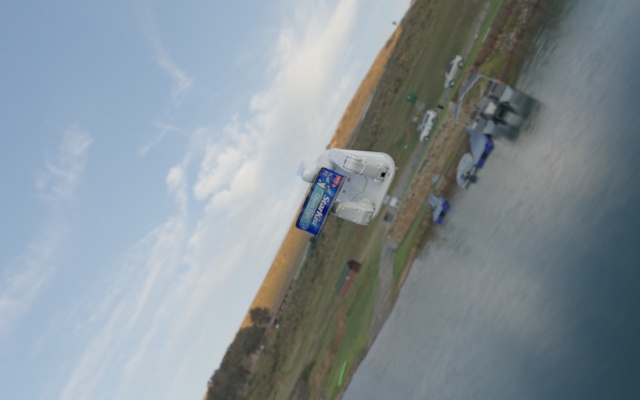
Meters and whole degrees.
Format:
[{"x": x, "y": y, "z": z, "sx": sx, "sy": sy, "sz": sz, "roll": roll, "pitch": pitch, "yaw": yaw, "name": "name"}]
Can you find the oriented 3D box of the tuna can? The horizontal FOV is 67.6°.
[{"x": 0.000, "y": 0.002, "z": 0.599, "sx": 0.034, "sy": 0.086, "sz": 0.086, "roll": 25, "pitch": 1, "yaw": 2, "name": "tuna can"}]
